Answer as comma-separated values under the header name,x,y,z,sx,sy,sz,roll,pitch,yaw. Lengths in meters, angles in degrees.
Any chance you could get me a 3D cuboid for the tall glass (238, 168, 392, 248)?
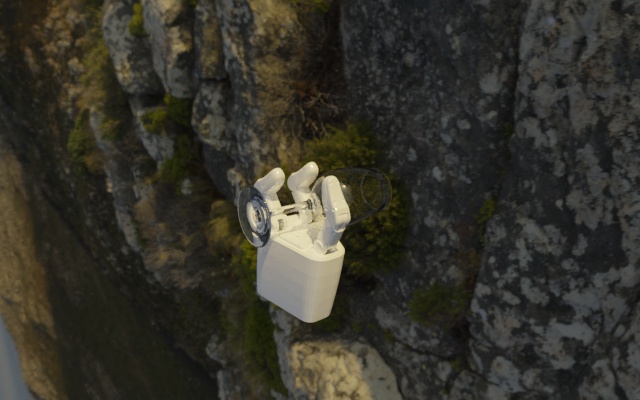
name,x,y,z,sx,sy,sz,roll,pitch,yaw
tall glass,0.000,0.002,0.614,0.201,0.079,0.079,-13,7,-36
